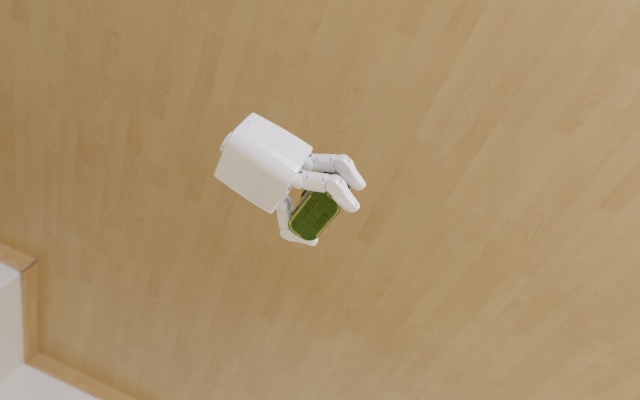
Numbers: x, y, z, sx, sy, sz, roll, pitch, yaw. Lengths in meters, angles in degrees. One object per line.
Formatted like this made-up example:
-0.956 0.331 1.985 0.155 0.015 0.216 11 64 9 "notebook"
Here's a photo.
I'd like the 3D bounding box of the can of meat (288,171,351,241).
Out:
0.000 0.003 0.728 0.057 0.102 0.084 35 34 -6 "can of meat"
